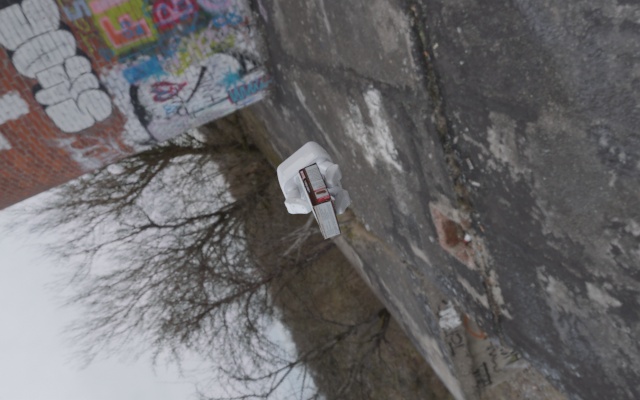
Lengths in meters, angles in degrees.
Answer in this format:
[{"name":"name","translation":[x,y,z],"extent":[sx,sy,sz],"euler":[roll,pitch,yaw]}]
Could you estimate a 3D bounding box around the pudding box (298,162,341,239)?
[{"name":"pudding box","translation":[0.000,0.003,0.850],"extent":[0.039,0.090,0.114],"euler":[-23,-36,-1]}]
